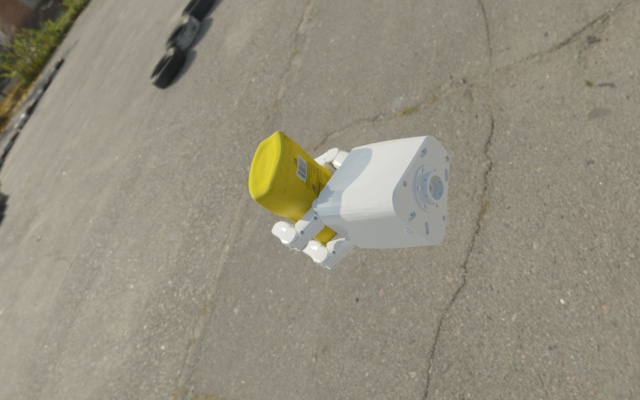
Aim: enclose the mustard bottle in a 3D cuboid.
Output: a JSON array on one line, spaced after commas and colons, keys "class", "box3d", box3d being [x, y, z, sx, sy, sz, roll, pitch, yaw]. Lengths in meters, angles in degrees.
[{"class": "mustard bottle", "box3d": [0.000, 0.002, 0.596, 0.058, 0.096, 0.192, -30, -48, 31]}]
